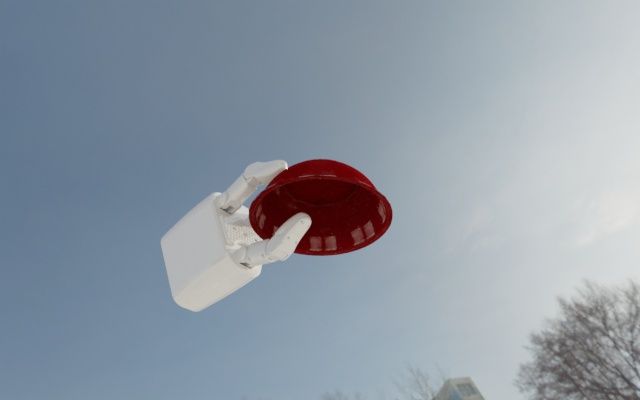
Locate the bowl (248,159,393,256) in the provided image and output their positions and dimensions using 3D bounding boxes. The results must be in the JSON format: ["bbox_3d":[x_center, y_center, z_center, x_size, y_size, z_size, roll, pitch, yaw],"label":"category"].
[{"bbox_3d":[0.001,0.001,0.552,0.162,0.055,0.162,0,-36,0],"label":"bowl"}]
